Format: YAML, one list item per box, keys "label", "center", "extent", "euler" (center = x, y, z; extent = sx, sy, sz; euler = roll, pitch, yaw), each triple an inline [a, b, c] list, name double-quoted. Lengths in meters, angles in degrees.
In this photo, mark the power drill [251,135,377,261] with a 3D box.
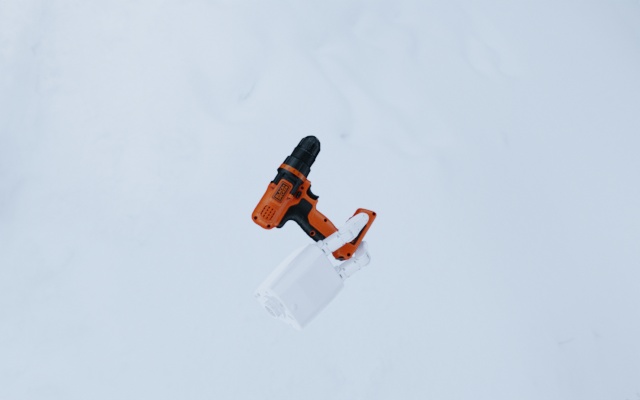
- label: "power drill"
  center: [0.000, 0.003, 0.827]
  extent: [0.187, 0.184, 0.057]
  euler: [33, -9, -5]
